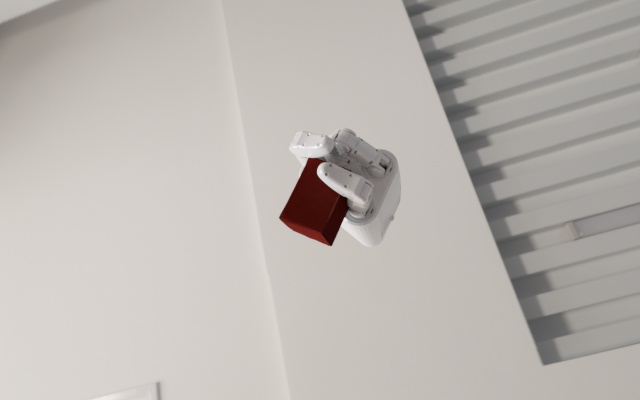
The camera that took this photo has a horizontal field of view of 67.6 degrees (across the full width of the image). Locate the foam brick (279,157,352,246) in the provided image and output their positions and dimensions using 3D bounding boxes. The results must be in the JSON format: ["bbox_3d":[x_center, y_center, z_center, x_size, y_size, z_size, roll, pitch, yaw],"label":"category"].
[{"bbox_3d":[0.000,0.002,0.518,0.053,0.078,0.051,21,-15,20],"label":"foam brick"}]
